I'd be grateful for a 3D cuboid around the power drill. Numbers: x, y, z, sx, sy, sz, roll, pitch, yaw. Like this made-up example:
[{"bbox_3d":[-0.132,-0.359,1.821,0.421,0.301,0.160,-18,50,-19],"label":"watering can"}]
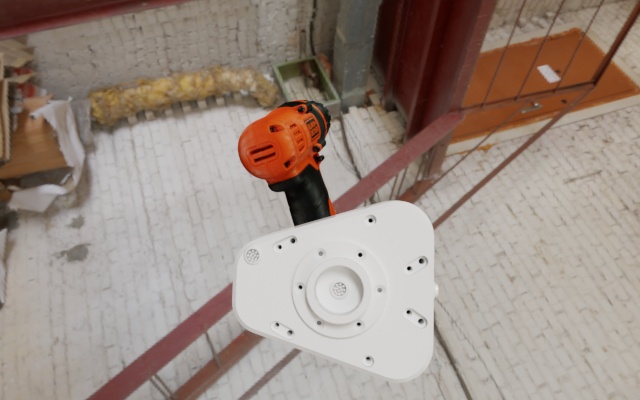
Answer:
[{"bbox_3d":[0.000,0.002,0.434,0.057,0.188,0.184,-19,12,18],"label":"power drill"}]
